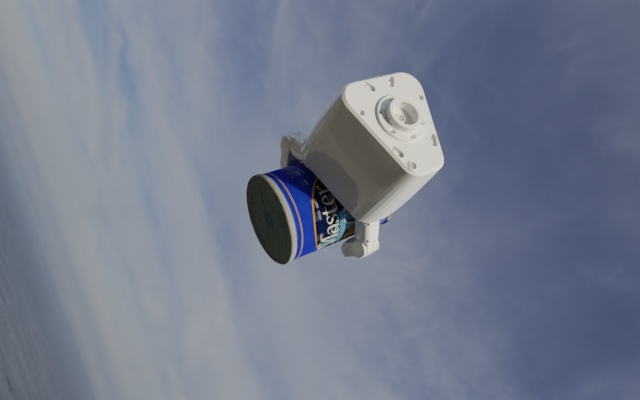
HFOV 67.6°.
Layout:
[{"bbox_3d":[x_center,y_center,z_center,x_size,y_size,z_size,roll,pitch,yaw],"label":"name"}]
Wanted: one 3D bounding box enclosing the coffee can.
[{"bbox_3d":[0.000,0.002,0.552,0.140,0.103,0.103,-19,9,-29],"label":"coffee can"}]
